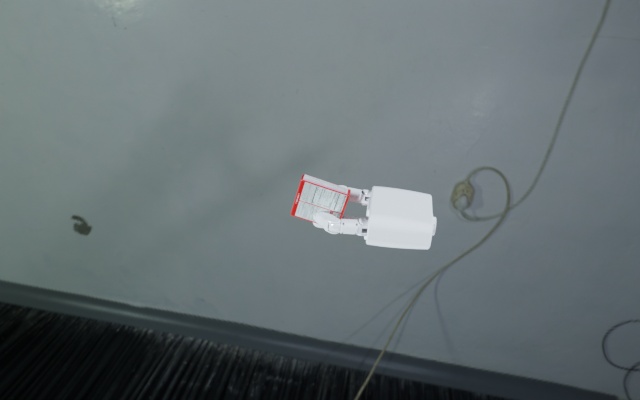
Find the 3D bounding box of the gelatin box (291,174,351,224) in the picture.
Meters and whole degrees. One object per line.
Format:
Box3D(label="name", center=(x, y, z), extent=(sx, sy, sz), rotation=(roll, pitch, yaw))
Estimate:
Box3D(label="gelatin box", center=(0.000, 0.003, 0.834), extent=(0.089, 0.073, 0.030), rotation=(18, 27, -1))
